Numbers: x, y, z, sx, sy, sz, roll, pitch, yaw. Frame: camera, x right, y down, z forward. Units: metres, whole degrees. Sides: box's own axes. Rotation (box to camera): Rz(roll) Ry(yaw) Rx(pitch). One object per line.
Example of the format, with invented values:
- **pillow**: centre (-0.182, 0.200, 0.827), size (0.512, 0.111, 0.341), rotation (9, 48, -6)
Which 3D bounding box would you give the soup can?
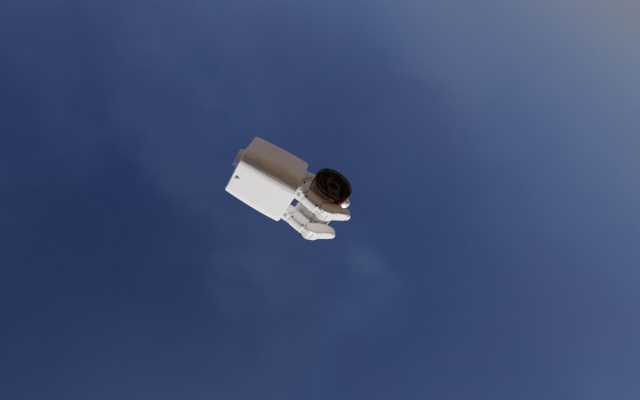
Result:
- **soup can**: centre (0.000, 0.003, 0.833), size (0.068, 0.068, 0.102), rotation (0, -39, -36)
